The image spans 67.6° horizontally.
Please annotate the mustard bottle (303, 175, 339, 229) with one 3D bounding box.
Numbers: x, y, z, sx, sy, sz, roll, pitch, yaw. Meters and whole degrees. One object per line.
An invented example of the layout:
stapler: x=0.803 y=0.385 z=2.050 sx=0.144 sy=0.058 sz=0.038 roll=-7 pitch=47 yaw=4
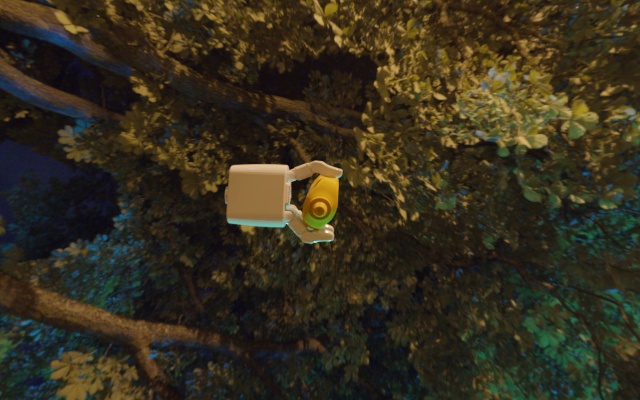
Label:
mustard bottle: x=0.000 y=0.003 z=0.886 sx=0.058 sy=0.096 sz=0.191 roll=26 pitch=9 yaw=-2
